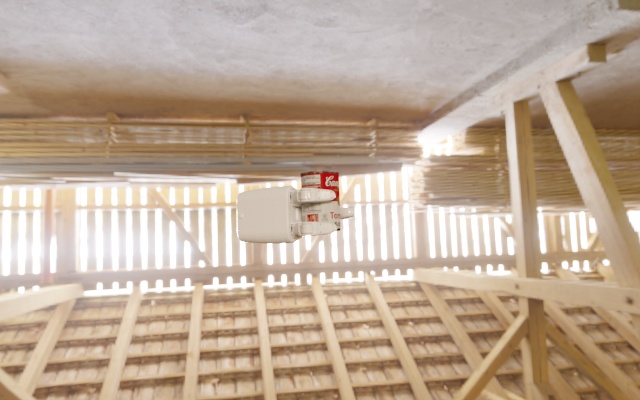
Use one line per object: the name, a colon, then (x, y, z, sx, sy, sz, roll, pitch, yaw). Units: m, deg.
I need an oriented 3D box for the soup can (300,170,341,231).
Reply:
soup can: (0.001, 0.003, 0.827, 0.068, 0.102, 0.068, -2, -4, 0)
